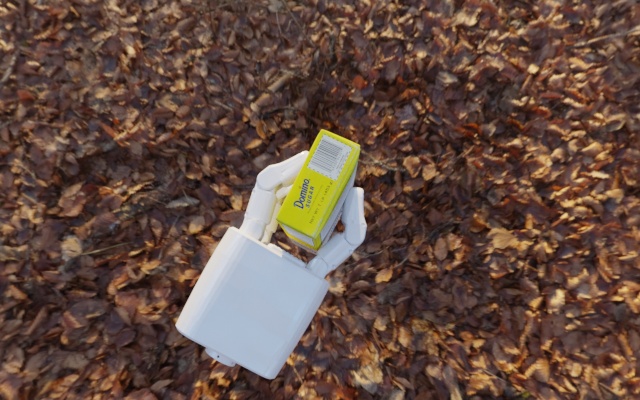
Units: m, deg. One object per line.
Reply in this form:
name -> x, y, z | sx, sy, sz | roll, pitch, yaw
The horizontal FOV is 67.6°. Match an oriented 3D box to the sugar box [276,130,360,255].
sugar box -> 0.000, 0.001, 0.493 | 0.048, 0.093, 0.176 | 27, -10, 4
